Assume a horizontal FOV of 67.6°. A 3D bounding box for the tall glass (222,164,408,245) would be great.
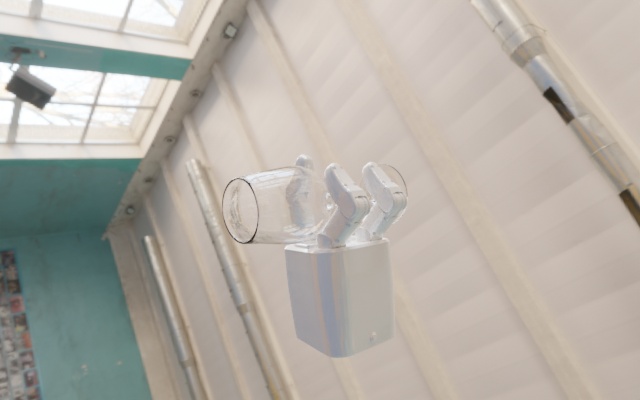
[{"bbox_3d":[0.001,0.001,0.501,0.201,0.079,0.079,-6,4,-42],"label":"tall glass"}]
